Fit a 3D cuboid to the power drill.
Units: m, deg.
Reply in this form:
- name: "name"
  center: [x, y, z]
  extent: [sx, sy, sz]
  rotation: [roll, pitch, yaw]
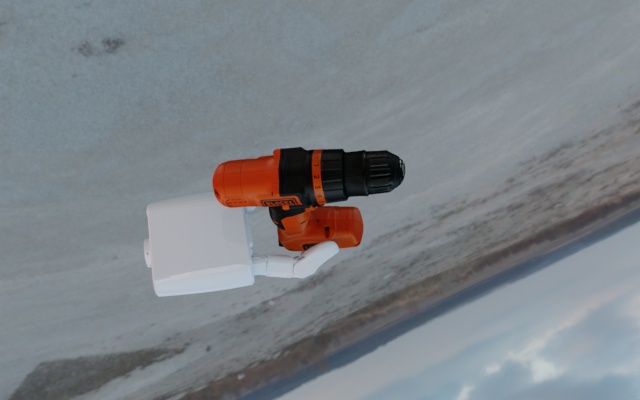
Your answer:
- name: "power drill"
  center: [0.000, 0.002, 0.517]
  extent: [0.184, 0.057, 0.188]
  rotation: [-2, -23, 11]
